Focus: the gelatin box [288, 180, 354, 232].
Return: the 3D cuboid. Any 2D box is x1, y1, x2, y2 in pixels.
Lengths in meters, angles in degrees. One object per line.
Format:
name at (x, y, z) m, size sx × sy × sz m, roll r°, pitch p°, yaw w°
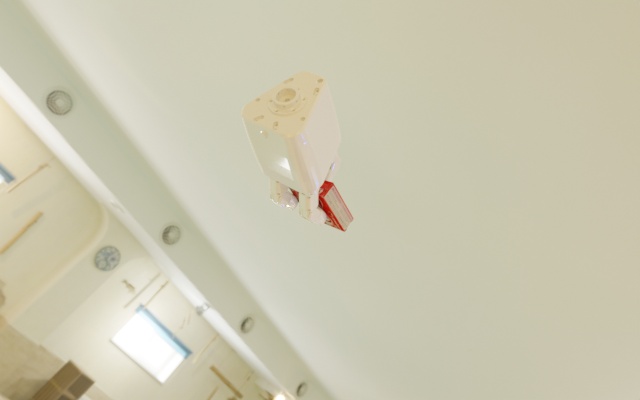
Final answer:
gelatin box at (0.000, 0.002, 0.709) m, size 0.073 × 0.030 × 0.089 m, roll 20°, pitch -26°, yaw 39°
